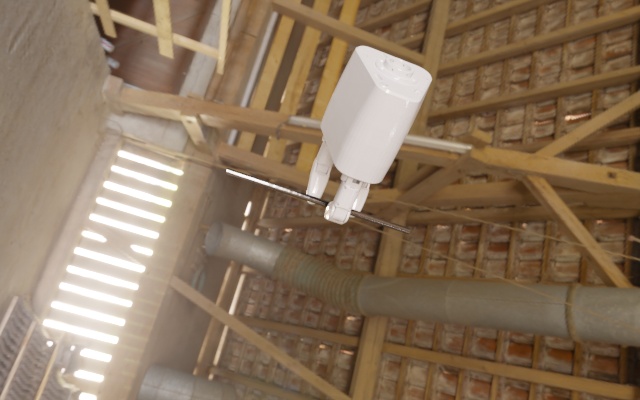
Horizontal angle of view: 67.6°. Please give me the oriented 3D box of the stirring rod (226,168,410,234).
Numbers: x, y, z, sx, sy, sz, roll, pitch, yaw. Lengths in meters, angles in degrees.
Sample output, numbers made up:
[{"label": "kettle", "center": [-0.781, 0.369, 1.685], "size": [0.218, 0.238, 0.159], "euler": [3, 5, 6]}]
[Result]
[{"label": "stirring rod", "center": [0.000, 0.002, 0.591], "size": [0.239, 0.011, 0.011], "euler": [18, -3, -9]}]
